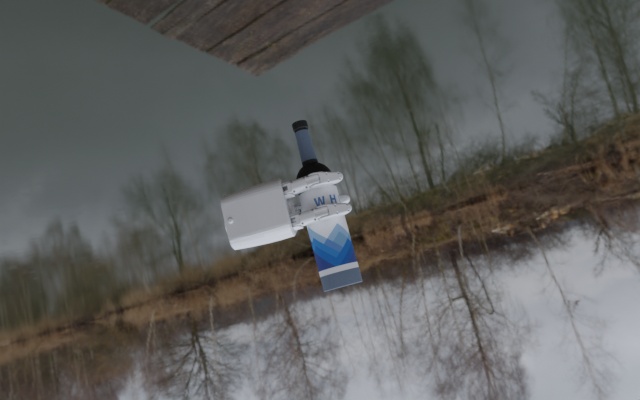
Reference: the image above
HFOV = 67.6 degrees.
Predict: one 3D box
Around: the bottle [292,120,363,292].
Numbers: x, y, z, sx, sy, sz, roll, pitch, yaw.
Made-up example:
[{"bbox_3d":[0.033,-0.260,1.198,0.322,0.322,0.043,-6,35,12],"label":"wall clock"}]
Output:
[{"bbox_3d":[0.000,0.003,0.815,0.069,0.295,0.069,-15,-11,-3],"label":"bottle"}]
